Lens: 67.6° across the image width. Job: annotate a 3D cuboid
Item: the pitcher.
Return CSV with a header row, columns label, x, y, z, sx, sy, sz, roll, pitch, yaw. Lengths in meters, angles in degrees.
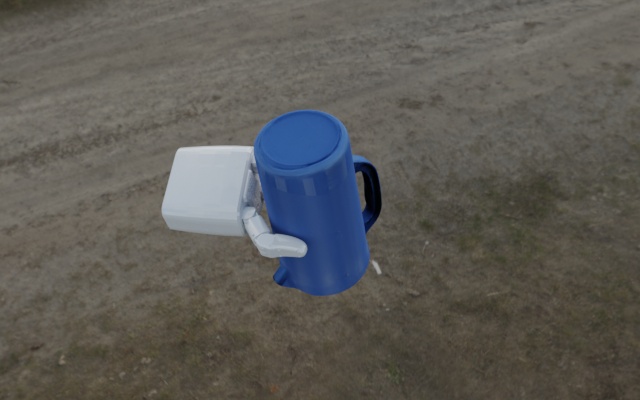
label,x,y,z,sx,sy,sz,roll,pitch,yaw
pitcher,0.000,0.002,0.617,0.145,0.149,0.243,3,-39,11
